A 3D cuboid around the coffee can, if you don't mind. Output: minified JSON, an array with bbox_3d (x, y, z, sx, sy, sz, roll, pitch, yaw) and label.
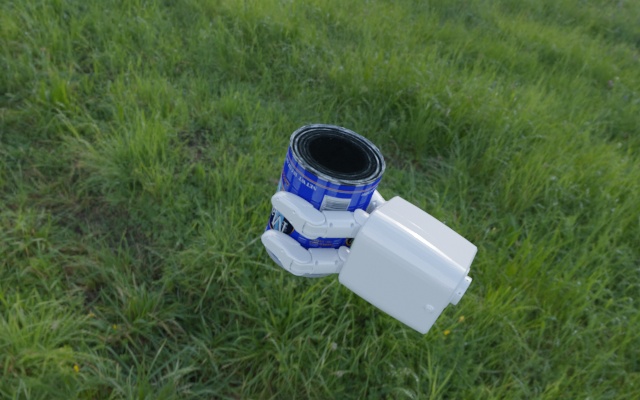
[{"bbox_3d":[0.000,0.002,0.532,0.103,0.140,0.102,12,39,-10],"label":"coffee can"}]
